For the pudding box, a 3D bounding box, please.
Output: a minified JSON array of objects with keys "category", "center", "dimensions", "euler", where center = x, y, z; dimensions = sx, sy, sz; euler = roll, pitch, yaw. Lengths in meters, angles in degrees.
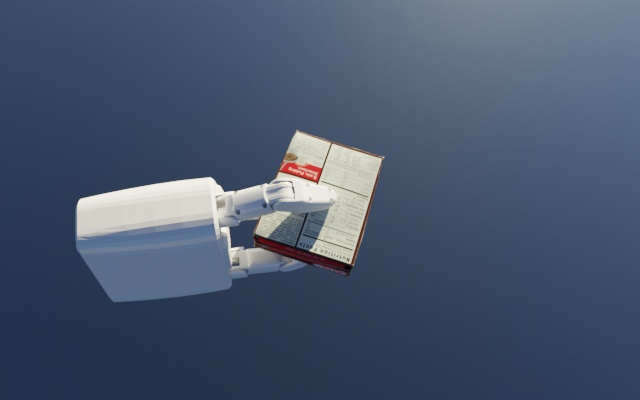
[{"category":"pudding box","center":[0.000,0.001,0.430],"dimensions":[0.090,0.113,0.039],"euler":[18,-21,2]}]
